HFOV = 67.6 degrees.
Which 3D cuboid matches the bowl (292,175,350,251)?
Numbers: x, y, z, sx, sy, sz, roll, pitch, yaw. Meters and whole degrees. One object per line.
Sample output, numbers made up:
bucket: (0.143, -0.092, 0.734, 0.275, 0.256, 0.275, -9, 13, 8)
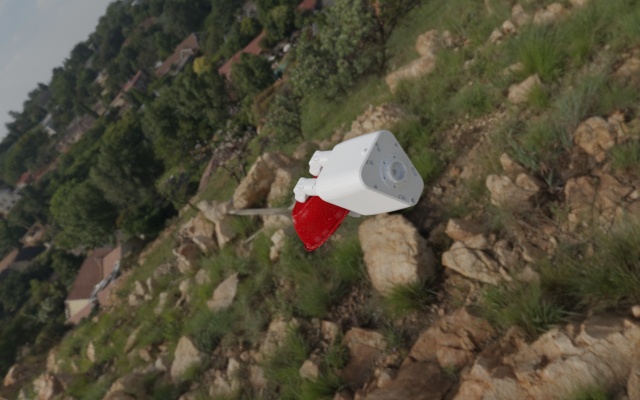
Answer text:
bowl: (-0.001, 0.003, 0.805, 0.055, 0.162, 0.162, 34, -9, -14)
